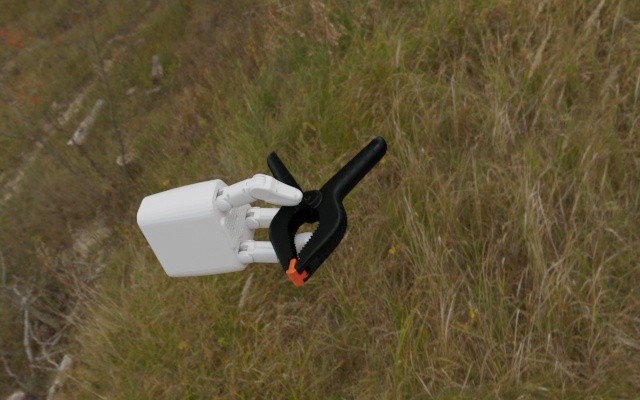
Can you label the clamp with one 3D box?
[{"bbox_3d":[0.000,0.002,0.566,0.164,0.209,0.036,-12,-44,18],"label":"clamp"}]
